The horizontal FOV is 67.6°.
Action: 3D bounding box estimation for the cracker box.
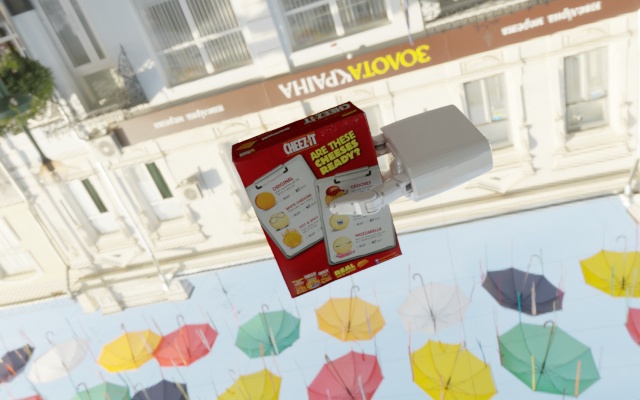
[{"bbox_3d":[0.000,0.002,0.618,0.164,0.214,0.072,-21,28,-4],"label":"cracker box"}]
